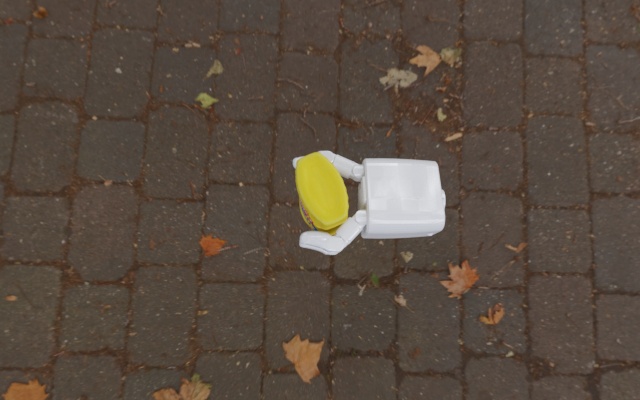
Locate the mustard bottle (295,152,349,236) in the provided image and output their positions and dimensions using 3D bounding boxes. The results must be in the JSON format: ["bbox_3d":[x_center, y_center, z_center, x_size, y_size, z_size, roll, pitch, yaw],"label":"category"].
[{"bbox_3d":[0.000,0.002,0.681,0.058,0.096,0.192,-25,-10,-5],"label":"mustard bottle"}]
